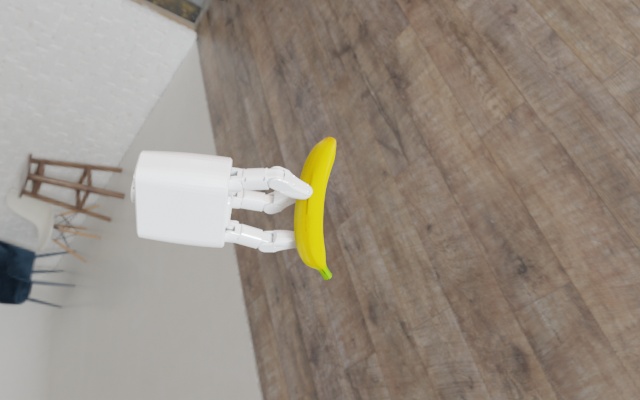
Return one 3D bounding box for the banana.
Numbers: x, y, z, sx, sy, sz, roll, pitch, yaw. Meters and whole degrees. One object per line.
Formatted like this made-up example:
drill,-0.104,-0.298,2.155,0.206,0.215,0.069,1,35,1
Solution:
banana,-0.007,0.001,0.624,0.037,0.197,0.070,-1,-14,21
